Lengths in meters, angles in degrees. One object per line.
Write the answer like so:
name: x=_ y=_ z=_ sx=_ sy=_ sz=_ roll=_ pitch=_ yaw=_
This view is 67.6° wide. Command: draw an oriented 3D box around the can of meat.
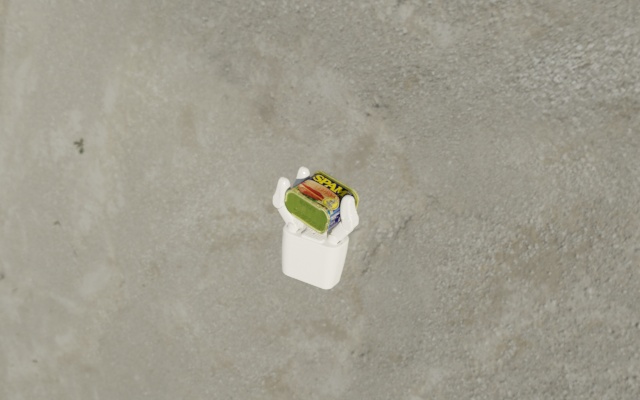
can of meat: x=0.000 y=0.003 z=0.823 sx=0.102 sy=0.057 sz=0.084 roll=32 pitch=43 yaw=25
